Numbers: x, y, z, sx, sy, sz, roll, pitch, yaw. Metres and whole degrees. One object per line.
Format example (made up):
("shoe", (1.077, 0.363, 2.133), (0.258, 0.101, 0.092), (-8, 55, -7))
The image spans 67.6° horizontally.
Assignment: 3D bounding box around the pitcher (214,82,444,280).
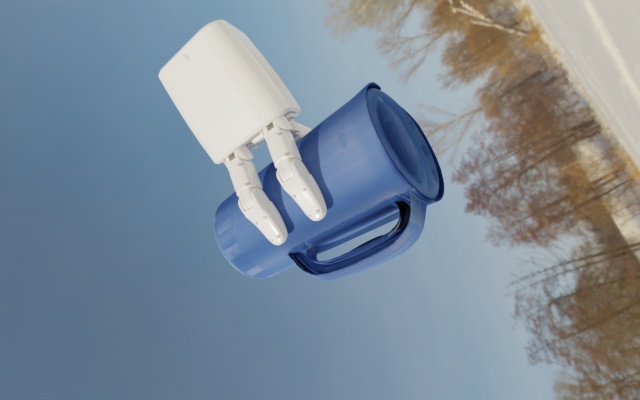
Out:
("pitcher", (0.000, 0.001, 0.512), (0.243, 0.145, 0.149), (-32, 5, 29))
